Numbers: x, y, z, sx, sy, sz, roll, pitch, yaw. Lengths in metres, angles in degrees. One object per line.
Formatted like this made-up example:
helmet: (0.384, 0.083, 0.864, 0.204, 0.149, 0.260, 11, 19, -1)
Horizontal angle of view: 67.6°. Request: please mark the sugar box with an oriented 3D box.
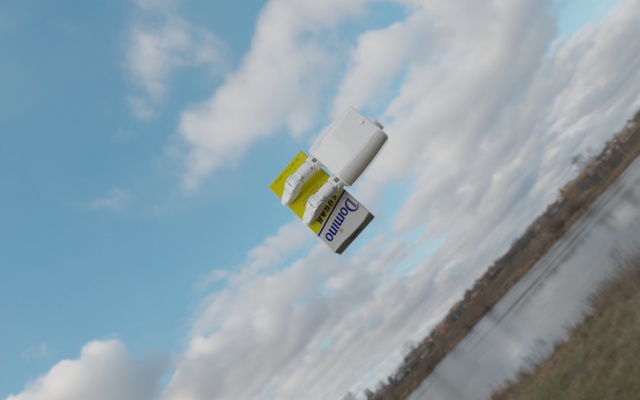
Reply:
sugar box: (0.000, 0.002, 0.843, 0.176, 0.093, 0.048, 43, 4, 23)
